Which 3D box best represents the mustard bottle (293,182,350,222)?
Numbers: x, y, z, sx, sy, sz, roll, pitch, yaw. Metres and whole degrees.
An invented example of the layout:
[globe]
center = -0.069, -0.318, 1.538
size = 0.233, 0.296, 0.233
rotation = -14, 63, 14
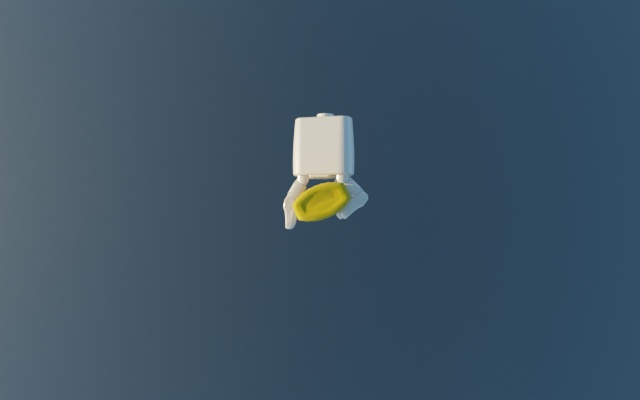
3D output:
[mustard bottle]
center = 0.000, 0.003, 0.883
size = 0.096, 0.058, 0.191
rotation = -25, 0, -1
